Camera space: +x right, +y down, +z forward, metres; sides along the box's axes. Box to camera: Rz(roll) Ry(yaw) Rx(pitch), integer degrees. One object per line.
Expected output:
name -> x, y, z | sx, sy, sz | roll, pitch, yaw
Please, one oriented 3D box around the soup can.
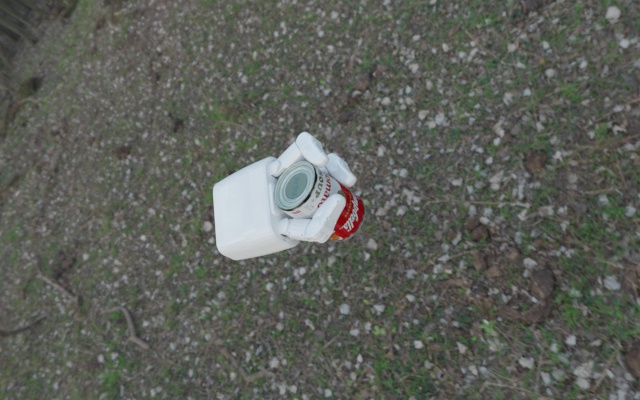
soup can -> 0.000, 0.002, 0.598 | 0.068, 0.068, 0.102 | 0, -24, 44
